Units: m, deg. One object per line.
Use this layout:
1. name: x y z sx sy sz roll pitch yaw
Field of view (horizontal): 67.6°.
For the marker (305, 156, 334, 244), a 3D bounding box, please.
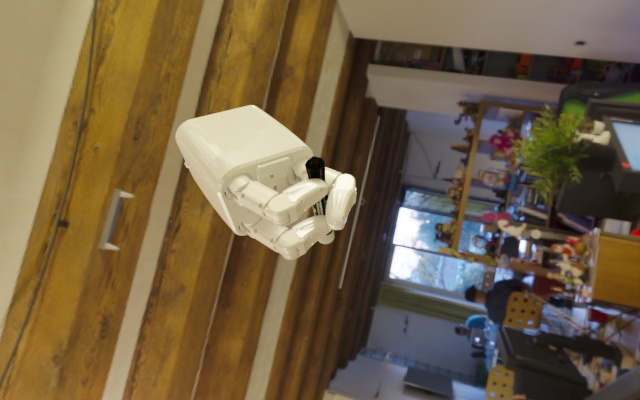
1. marker: 0.000 0.002 0.483 0.020 0.020 0.121 0 -41 8
